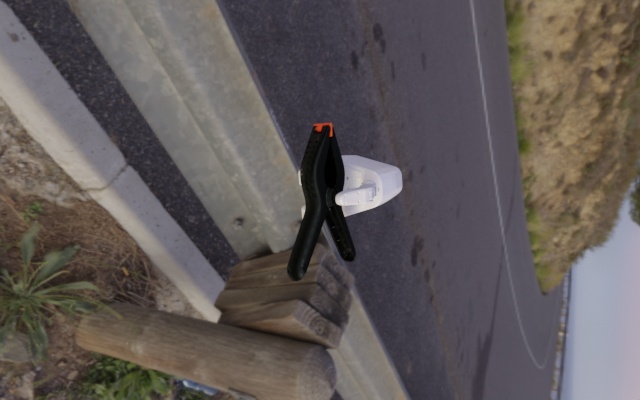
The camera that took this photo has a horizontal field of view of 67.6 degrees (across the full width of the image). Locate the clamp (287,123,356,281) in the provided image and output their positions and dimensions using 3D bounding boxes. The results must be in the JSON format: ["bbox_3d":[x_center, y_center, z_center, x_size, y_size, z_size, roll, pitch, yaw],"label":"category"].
[{"bbox_3d":[0.001,0.002,0.646,0.036,0.210,0.164,1,10,29],"label":"clamp"}]
